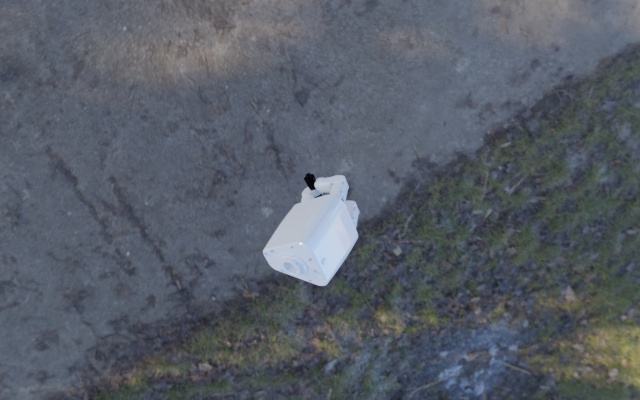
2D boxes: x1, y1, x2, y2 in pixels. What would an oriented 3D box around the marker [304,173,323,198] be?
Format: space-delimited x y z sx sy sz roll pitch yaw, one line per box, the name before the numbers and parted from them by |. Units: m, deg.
marker | 0.000 0.003 0.835 0.020 0.121 0.020 -17 33 12
